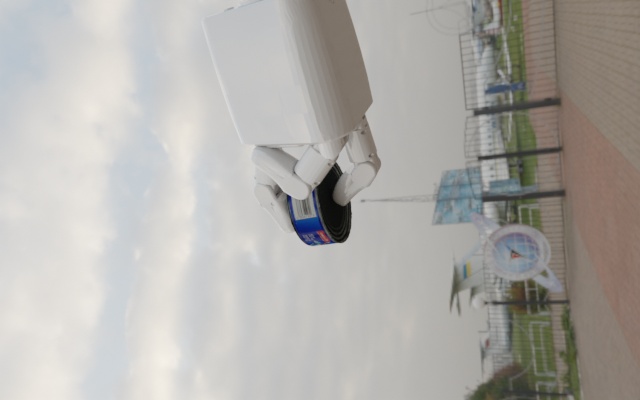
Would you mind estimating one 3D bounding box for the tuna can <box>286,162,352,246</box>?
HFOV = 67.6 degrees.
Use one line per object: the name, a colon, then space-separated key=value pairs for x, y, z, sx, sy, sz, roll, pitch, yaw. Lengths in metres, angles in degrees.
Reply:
tuna can: x=0.000 y=0.002 z=0.469 sx=0.034 sy=0.086 sz=0.086 roll=-10 pitch=-4 yaw=23
